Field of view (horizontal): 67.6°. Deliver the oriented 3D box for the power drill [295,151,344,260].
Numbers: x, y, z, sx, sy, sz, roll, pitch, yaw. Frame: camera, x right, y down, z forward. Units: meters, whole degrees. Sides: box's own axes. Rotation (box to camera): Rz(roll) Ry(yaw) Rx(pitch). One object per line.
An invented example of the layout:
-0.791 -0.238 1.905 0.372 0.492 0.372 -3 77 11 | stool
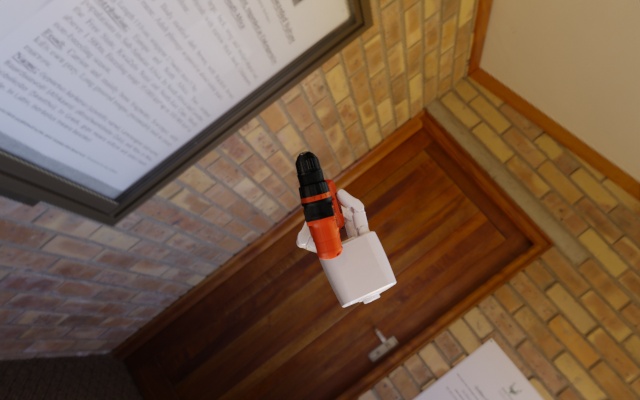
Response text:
0.000 0.003 0.866 0.057 0.184 0.187 -12 4 7 | power drill
